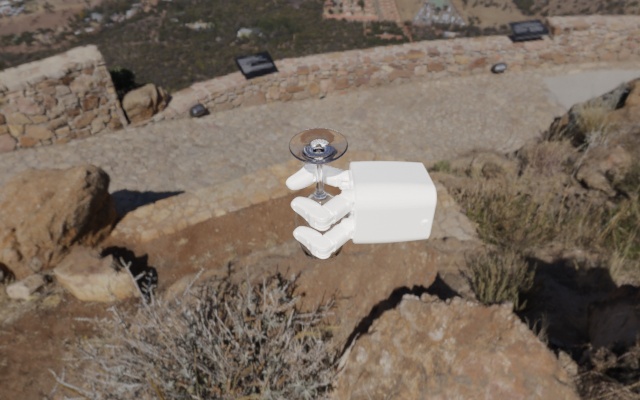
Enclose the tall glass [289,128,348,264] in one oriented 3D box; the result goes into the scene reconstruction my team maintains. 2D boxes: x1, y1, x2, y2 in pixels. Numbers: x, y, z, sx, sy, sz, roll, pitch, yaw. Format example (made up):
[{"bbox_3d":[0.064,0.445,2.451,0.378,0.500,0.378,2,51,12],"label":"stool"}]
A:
[{"bbox_3d":[0.000,0.002,0.666,0.079,0.201,0.079,-1,43,1],"label":"tall glass"}]
